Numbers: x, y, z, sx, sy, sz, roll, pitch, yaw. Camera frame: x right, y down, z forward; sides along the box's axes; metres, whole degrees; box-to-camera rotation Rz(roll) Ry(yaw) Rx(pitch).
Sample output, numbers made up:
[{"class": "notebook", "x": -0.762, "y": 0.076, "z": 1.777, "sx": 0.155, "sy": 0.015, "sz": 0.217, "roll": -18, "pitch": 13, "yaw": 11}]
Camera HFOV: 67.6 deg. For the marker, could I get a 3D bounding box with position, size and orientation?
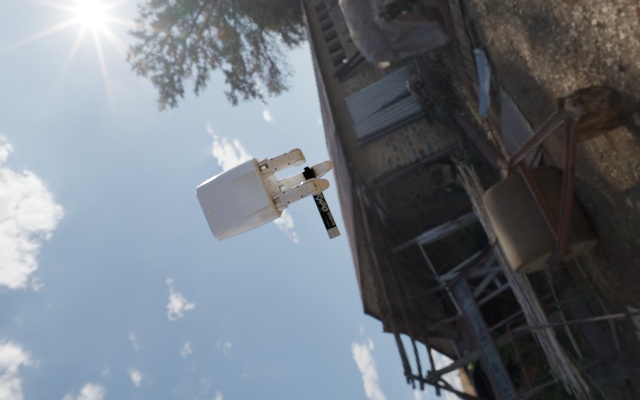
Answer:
[{"class": "marker", "x": 0.000, "y": 0.002, "z": 0.752, "sx": 0.020, "sy": 0.121, "sz": 0.020, "roll": -23, "pitch": -5, "yaw": -2}]
